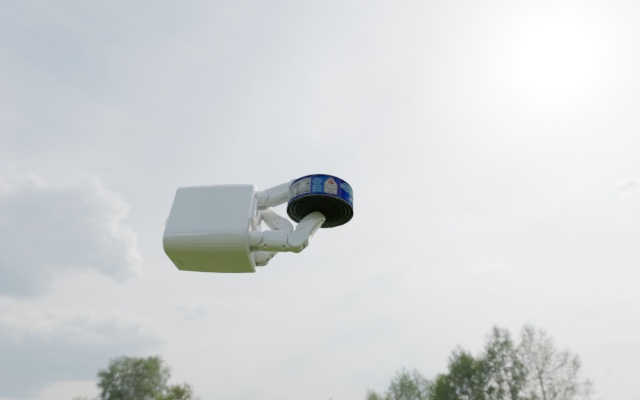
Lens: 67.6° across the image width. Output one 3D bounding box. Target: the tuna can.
[{"bbox_3d":[0.000,0.002,0.611,0.086,0.033,0.086,2,-31,1],"label":"tuna can"}]
